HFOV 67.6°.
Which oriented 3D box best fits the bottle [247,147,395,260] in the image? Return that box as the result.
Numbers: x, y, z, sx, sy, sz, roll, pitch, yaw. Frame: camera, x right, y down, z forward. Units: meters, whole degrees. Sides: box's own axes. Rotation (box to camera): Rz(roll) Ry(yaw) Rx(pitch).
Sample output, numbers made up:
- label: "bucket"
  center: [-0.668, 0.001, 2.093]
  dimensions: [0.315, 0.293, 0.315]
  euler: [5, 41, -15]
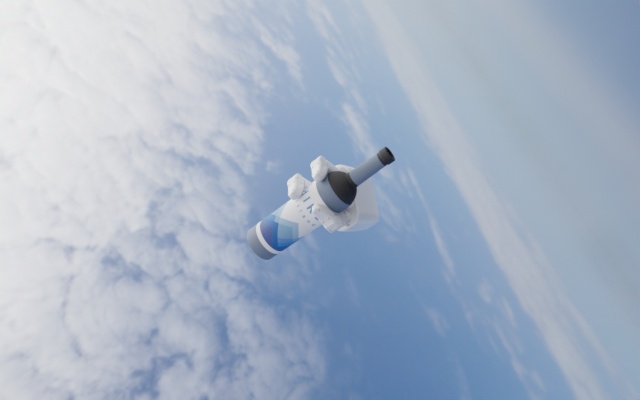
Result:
- label: "bottle"
  center: [0.000, 0.003, 0.817]
  dimensions: [0.296, 0.069, 0.069]
  euler: [-35, -15, 23]
